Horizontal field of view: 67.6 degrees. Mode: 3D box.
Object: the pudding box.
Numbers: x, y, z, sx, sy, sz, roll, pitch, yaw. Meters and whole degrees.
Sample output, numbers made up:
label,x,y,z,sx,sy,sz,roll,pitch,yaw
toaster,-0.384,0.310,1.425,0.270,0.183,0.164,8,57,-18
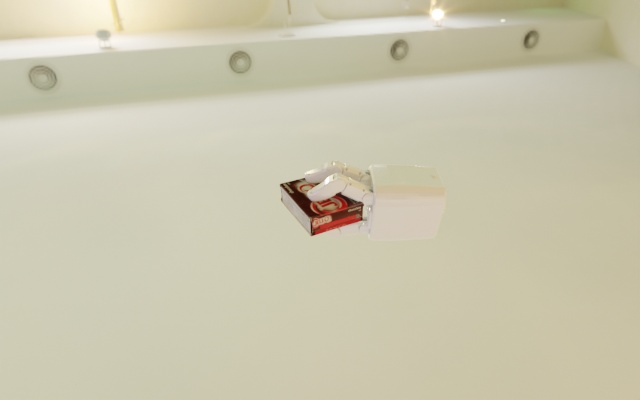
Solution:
label,x,y,z,sx,sy,sz,roll,pitch,yaw
pudding box,0.000,0.003,0.734,0.090,0.039,0.113,-15,33,-24
